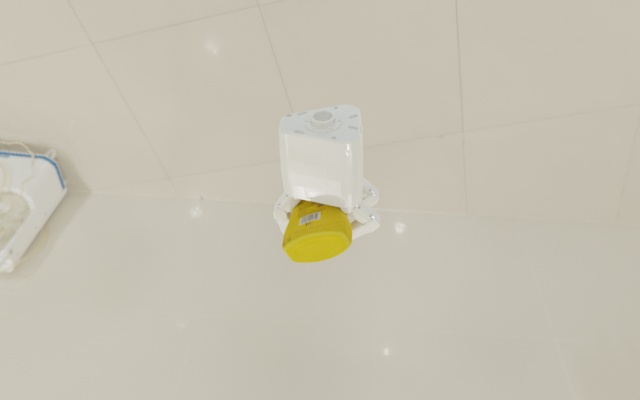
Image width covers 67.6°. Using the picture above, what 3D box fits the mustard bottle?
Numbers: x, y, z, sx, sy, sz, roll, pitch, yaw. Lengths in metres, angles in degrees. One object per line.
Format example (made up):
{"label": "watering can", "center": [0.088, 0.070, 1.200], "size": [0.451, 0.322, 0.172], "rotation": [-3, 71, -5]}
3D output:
{"label": "mustard bottle", "center": [0.000, 0.003, 0.716], "size": [0.096, 0.058, 0.191], "rotation": [-19, 37, 20]}
